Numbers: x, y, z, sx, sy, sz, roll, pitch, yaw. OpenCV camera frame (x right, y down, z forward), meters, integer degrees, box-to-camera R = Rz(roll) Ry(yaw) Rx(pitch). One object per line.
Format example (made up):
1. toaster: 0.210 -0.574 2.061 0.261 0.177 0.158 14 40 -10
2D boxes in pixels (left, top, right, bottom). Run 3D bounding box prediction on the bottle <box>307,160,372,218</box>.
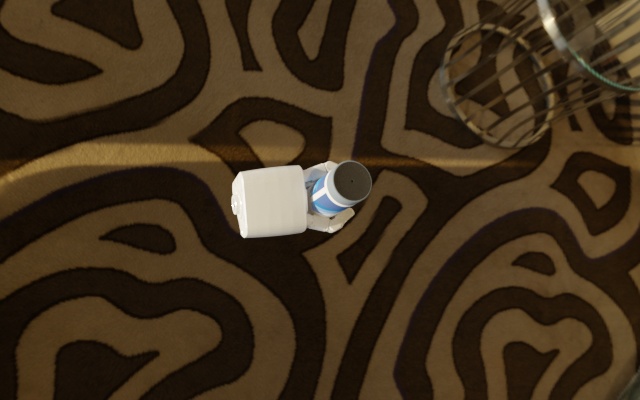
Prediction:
1. bottle: 0.000 0.003 0.862 0.069 0.069 0.296 0 -13 -20
